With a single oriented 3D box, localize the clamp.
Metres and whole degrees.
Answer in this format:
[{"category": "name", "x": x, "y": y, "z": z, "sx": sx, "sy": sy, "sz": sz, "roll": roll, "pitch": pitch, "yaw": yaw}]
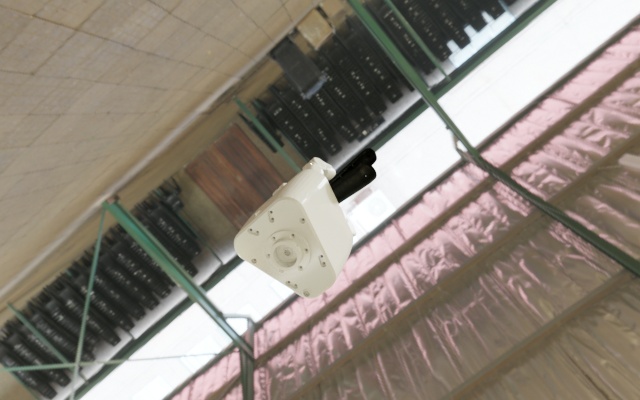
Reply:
[{"category": "clamp", "x": 0.000, "y": 0.003, "z": 0.656, "sx": 0.210, "sy": 0.036, "sz": 0.164, "roll": -39, "pitch": 5, "yaw": 20}]
